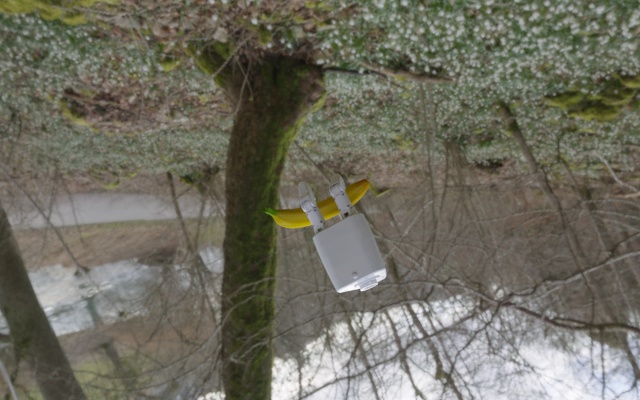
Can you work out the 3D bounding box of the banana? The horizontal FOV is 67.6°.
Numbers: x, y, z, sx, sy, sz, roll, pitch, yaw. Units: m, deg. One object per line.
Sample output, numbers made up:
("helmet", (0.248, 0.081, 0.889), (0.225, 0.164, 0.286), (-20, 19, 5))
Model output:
("banana", (-0.001, 0.013, 0.883), (0.198, 0.037, 0.070), (-17, -29, -3))
